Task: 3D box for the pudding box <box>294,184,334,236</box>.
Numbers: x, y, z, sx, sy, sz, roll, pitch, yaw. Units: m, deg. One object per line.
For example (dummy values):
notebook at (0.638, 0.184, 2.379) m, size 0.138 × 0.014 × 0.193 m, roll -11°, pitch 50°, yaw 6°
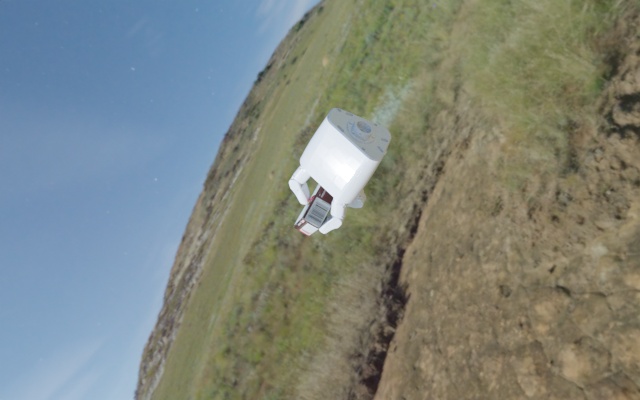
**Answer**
pudding box at (0.000, 0.003, 0.856) m, size 0.039 × 0.113 × 0.090 m, roll 32°, pitch -18°, yaw -3°
